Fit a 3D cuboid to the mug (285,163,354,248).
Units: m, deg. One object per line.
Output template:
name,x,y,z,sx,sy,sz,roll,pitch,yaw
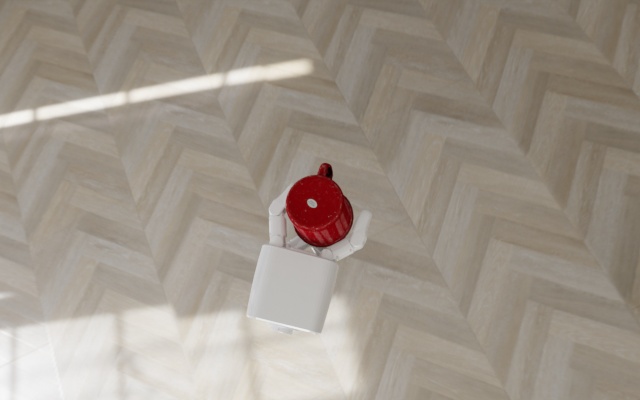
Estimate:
mug,0.000,0.001,0.683,0.093,0.117,0.081,10,-15,12
